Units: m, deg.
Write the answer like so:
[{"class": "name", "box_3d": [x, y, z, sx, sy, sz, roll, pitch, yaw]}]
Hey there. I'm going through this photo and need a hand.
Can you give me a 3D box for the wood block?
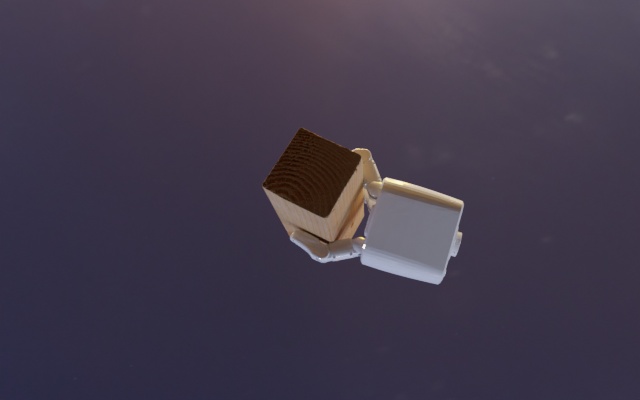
[{"class": "wood block", "box_3d": [0.000, 0.003, 0.648, 0.090, 0.090, 0.206, 27, -16, 15]}]
